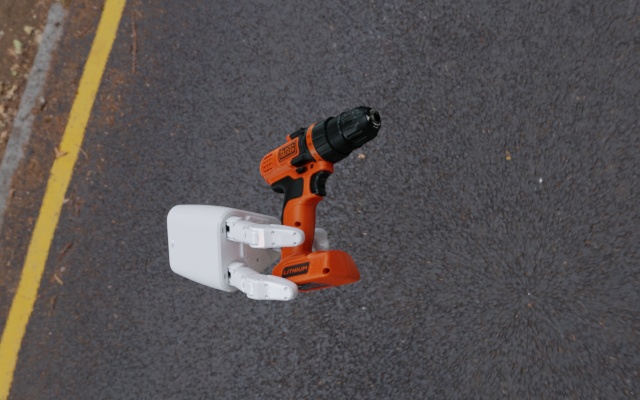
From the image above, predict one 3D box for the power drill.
[{"bbox_3d":[0.000,0.002,0.539,0.057,0.187,0.184,16,-27,-38],"label":"power drill"}]
